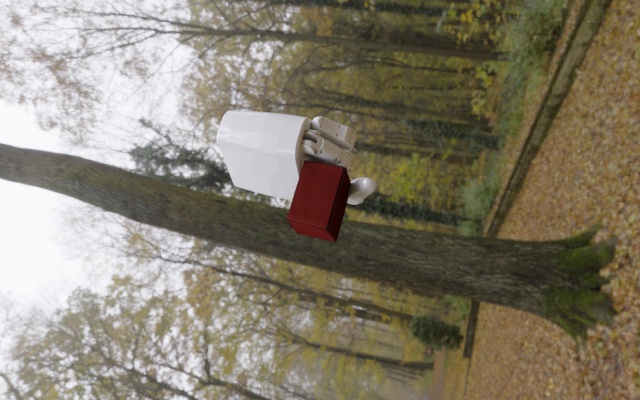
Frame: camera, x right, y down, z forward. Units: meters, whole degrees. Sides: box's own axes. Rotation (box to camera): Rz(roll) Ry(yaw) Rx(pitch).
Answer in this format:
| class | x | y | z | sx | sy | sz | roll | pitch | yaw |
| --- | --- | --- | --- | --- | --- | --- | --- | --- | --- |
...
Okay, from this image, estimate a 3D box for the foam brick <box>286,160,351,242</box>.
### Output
| class | x | y | z | sx | sy | sz | roll | pitch | yaw |
| --- | --- | --- | --- | --- | --- | --- | --- | --- | --- |
| foam brick | 0.000 | 0.002 | 0.557 | 0.051 | 0.078 | 0.053 | 11 | -19 | 15 |
